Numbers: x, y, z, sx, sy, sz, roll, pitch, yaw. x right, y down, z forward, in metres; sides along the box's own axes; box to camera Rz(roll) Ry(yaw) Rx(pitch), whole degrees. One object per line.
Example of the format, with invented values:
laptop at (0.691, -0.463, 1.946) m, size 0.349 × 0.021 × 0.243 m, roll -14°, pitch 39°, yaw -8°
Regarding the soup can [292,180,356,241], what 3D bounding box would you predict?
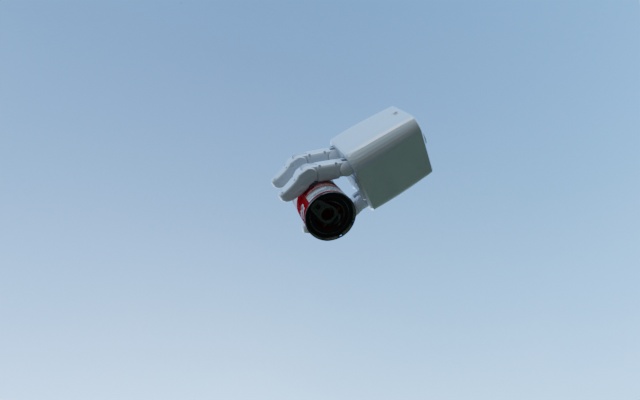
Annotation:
soup can at (0.000, 0.002, 0.648) m, size 0.068 × 0.068 × 0.102 m, roll 0°, pitch 22°, yaw -16°
